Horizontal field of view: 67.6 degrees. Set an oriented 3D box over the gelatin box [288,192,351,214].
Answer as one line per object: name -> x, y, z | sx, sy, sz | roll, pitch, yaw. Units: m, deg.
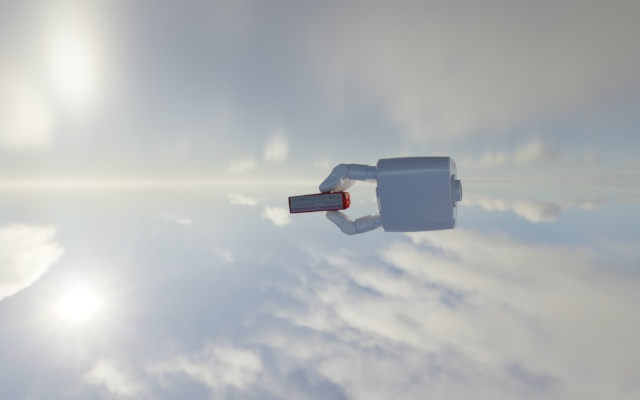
gelatin box -> 0.000, 0.003, 0.757 | 0.089, 0.030, 0.073 | -5, 0, 9
